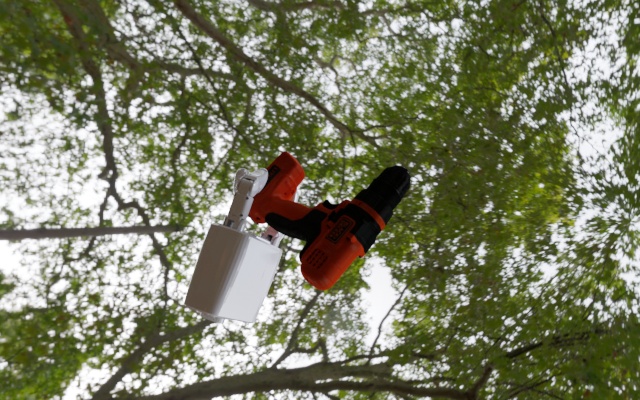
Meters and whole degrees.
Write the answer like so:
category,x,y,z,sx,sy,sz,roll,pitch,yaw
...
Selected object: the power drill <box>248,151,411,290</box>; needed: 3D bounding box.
category,x,y,z,sx,sy,sz,roll,pitch,yaw
power drill,0.000,0.002,0.616,0.187,0.184,0.057,29,-20,40
